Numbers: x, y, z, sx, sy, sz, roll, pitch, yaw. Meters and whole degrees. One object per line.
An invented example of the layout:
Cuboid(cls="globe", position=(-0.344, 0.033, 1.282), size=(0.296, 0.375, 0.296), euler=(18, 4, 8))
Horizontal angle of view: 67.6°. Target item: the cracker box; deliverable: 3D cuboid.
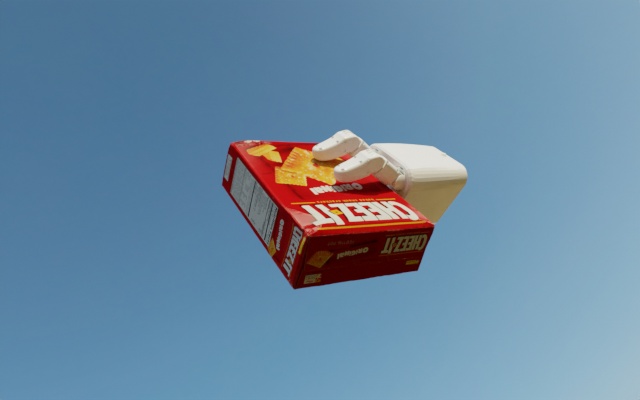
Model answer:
Cuboid(cls="cracker box", position=(0.000, 0.002, 0.559), size=(0.164, 0.072, 0.213), euler=(-3, 31, -32))
